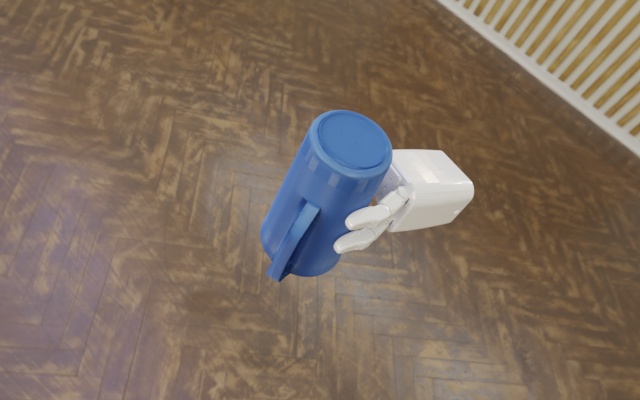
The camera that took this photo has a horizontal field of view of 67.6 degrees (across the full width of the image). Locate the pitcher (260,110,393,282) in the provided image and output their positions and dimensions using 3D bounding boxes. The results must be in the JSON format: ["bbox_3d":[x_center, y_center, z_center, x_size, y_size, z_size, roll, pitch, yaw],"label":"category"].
[{"bbox_3d":[0.000,0.002,0.653,0.145,0.149,0.243,-3,-33,-22],"label":"pitcher"}]
